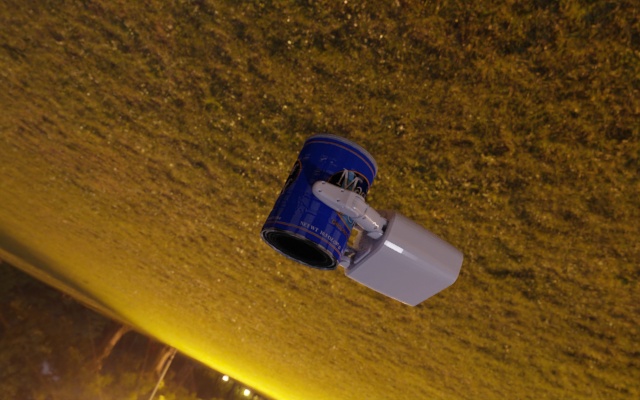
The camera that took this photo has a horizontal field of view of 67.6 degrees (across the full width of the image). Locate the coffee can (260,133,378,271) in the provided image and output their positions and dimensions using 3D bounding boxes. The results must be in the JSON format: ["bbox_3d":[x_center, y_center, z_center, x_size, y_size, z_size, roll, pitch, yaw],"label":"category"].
[{"bbox_3d":[0.000,0.002,0.597,0.103,0.140,0.103,21,-23,9],"label":"coffee can"}]
